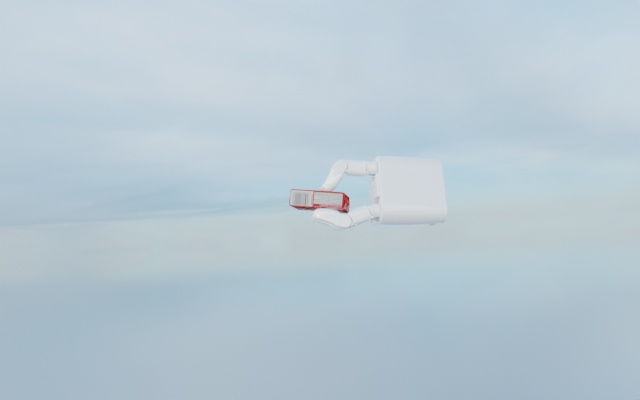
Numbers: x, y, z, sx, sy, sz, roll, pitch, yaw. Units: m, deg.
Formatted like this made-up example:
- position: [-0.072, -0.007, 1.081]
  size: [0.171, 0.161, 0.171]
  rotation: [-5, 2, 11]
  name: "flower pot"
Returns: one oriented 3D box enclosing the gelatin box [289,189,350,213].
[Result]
- position: [0.000, 0.002, 0.772]
  size: [0.089, 0.030, 0.073]
  rotation: [4, -5, 9]
  name: "gelatin box"
